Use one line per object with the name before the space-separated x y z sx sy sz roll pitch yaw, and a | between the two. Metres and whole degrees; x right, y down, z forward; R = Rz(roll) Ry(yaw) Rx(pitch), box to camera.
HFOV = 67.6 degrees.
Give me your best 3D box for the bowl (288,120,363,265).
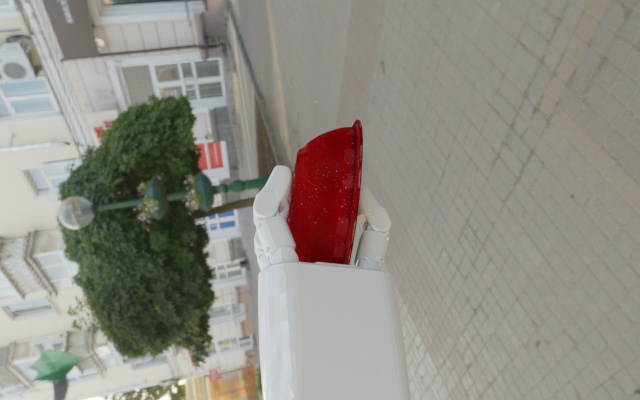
bowl | 0.000 0.001 0.452 0.055 0.162 0.162 7 0 -2
